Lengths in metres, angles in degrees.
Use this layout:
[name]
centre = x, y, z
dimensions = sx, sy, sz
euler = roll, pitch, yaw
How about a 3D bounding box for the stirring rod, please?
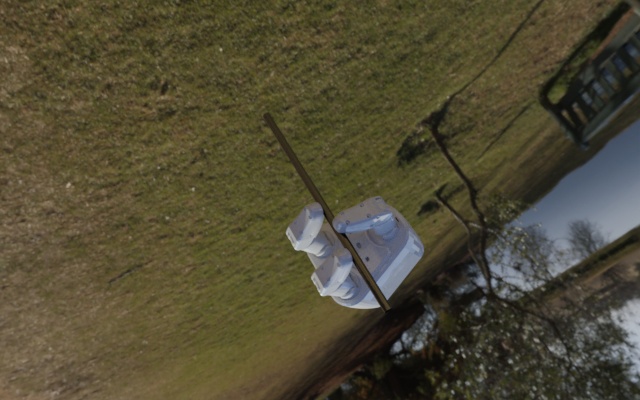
[stirring rod]
centre = 0.000, 0.001, 0.457
dimensions = 0.011, 0.239, 0.011
euler = -26, -26, -13
